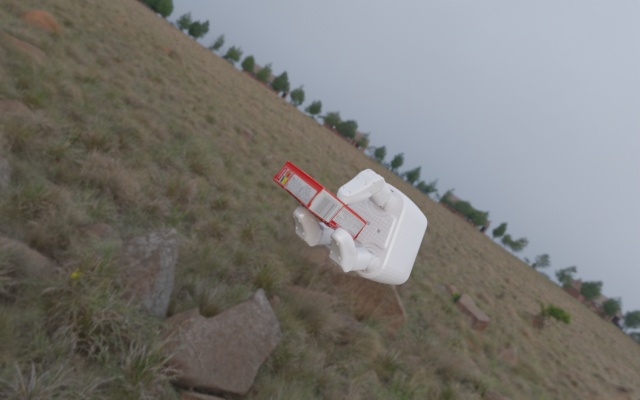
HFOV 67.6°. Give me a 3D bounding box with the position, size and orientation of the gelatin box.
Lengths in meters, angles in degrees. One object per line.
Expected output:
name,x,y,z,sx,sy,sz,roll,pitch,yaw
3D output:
gelatin box,0.000,0.001,0.520,0.089,0.030,0.073,38,1,-44
